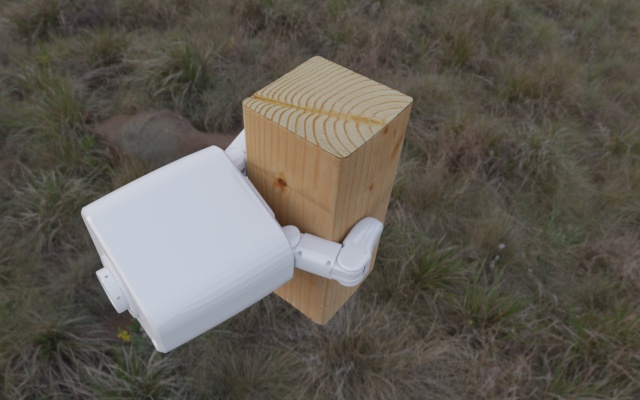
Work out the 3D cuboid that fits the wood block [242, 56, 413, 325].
[{"bbox_3d":[0.000,0.002,0.407,0.091,0.206,0.090,31,52,23],"label":"wood block"}]
